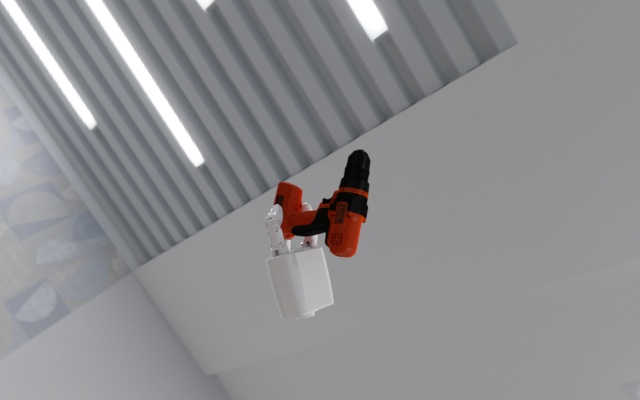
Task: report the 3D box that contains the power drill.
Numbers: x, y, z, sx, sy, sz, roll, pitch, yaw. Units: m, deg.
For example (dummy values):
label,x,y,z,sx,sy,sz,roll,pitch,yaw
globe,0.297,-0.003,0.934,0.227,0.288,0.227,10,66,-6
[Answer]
label,x,y,z,sx,sy,sz,roll,pitch,yaw
power drill,0.000,0.003,0.836,0.187,0.184,0.057,-1,-18,43
